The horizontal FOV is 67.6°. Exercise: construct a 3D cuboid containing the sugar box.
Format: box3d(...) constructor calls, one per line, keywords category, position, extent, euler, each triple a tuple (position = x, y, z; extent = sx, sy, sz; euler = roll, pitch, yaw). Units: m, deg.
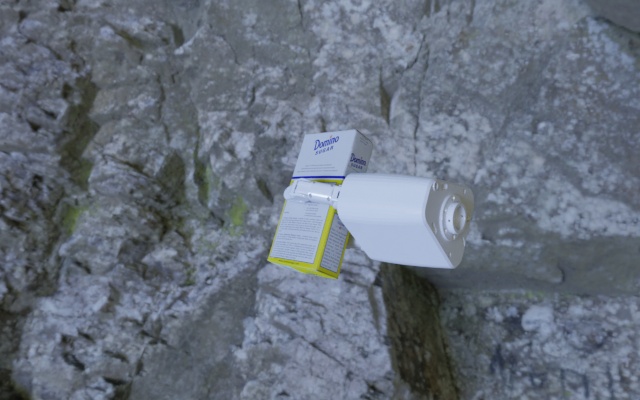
box3d(category="sugar box", position=(0.001, 0.002, 0.591), extent=(0.093, 0.176, 0.048), euler=(3, -21, 45))
